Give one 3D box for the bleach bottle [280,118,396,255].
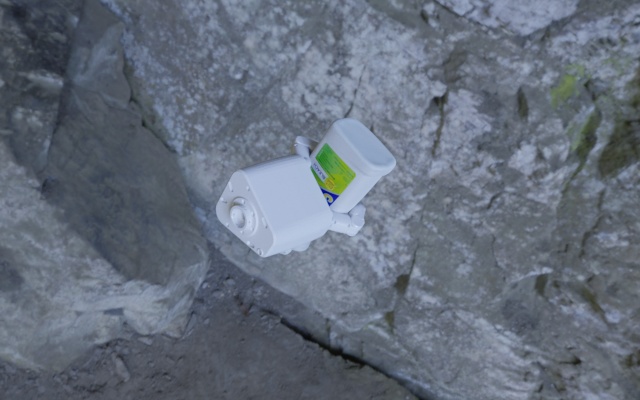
[{"bbox_3d":[0.000,0.002,0.703,0.068,0.102,0.251,-19,-28,-47],"label":"bleach bottle"}]
